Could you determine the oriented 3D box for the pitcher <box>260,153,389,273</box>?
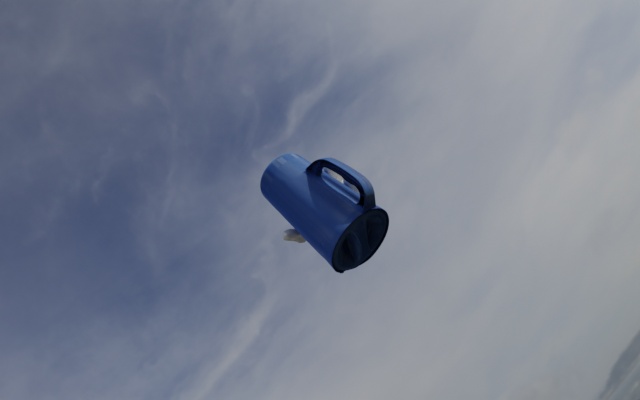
[{"bbox_3d":[0.000,0.003,0.870,0.242,0.149,0.145,39,-4,35],"label":"pitcher"}]
